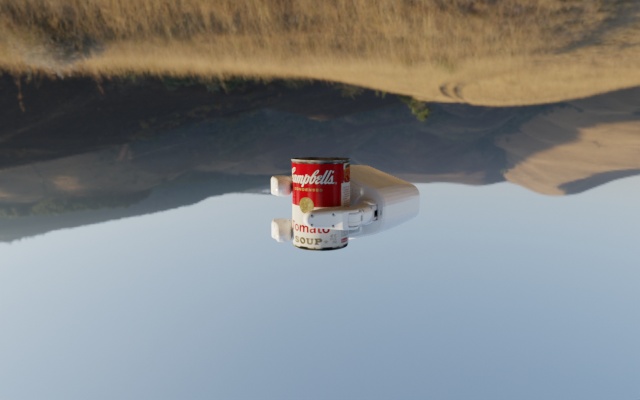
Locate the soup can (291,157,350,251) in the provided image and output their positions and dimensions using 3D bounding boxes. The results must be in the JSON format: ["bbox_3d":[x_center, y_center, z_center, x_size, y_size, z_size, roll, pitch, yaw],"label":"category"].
[{"bbox_3d":[0.000,0.002,0.557,0.068,0.102,0.068,0,8,0],"label":"soup can"}]
